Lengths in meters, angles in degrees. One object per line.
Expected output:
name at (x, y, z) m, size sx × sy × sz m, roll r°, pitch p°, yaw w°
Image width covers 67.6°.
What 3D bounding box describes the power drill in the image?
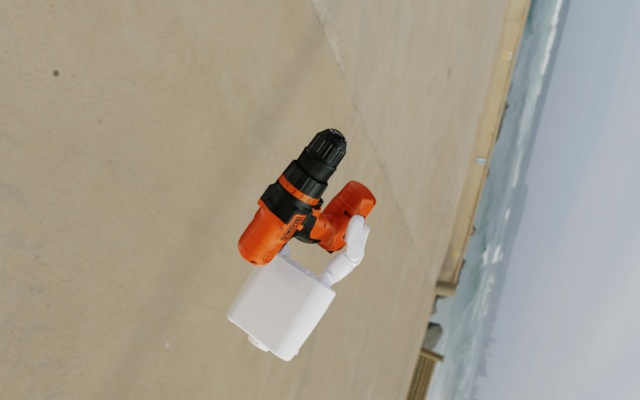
power drill at (0.000, 0.002, 0.604) m, size 0.057 × 0.184 × 0.188 m, roll 46°, pitch 17°, yaw 26°
